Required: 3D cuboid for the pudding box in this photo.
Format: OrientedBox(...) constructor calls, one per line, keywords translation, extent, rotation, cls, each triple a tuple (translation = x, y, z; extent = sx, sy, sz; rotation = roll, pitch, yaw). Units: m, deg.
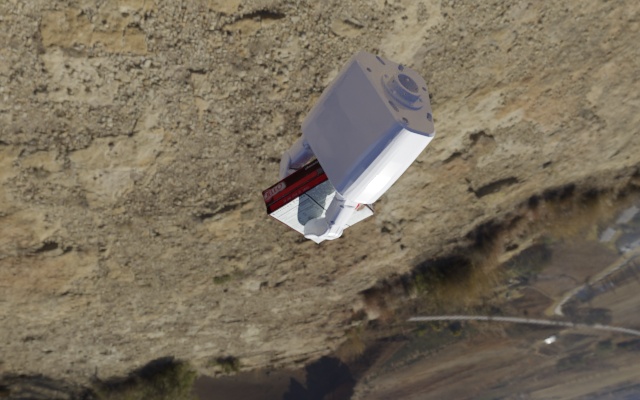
OrientedBox(translation=(0.000, 0.002, 0.564), extent=(0.090, 0.039, 0.113), rotation=(-29, -36, 19), cls="pudding box")
